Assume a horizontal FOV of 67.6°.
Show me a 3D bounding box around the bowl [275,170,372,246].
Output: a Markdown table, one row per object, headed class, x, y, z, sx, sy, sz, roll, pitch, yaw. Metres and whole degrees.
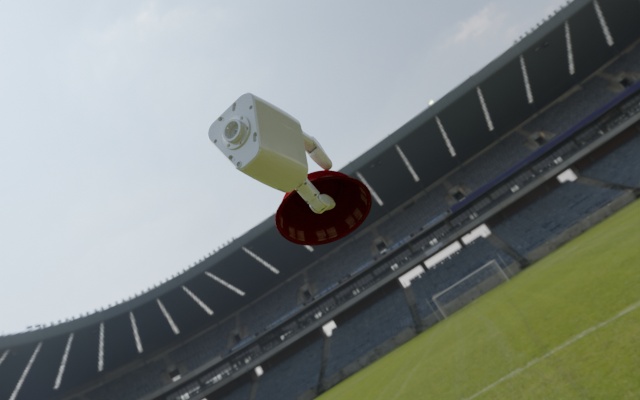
| class | x | y | z | sx | sy | sz | roll | pitch | yaw |
| --- | --- | --- | --- | --- | --- | --- | --- | --- | --- |
| bowl | 0.001 | 0.003 | 0.789 | 0.162 | 0.162 | 0.055 | 0 | 44 | -20 |
